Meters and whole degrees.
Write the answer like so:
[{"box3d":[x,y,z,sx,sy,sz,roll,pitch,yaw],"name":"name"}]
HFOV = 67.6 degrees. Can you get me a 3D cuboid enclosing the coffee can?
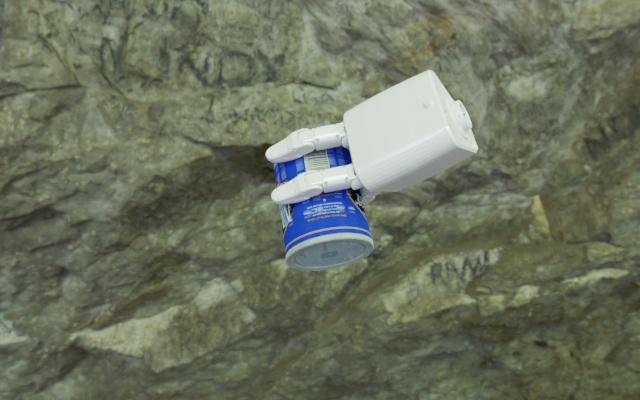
[{"box3d":[0.000,0.002,0.578,0.103,0.140,0.103,-8,-25,-4],"name":"coffee can"}]
